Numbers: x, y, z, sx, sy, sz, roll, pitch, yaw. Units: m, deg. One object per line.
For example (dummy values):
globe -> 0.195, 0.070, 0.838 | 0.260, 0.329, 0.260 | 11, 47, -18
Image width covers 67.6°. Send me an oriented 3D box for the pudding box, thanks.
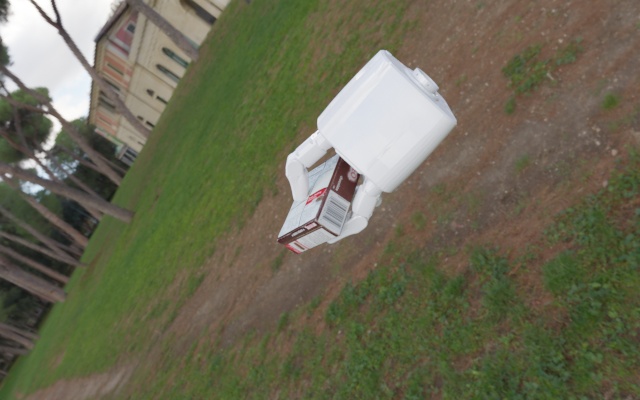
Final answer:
pudding box -> 0.000, 0.002, 0.585 | 0.039, 0.113, 0.090 | 36, -36, -18
